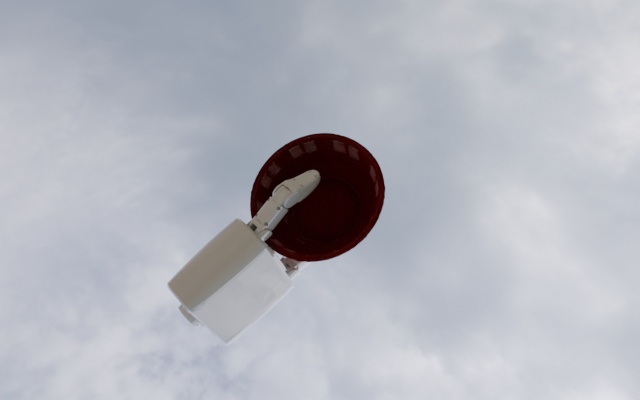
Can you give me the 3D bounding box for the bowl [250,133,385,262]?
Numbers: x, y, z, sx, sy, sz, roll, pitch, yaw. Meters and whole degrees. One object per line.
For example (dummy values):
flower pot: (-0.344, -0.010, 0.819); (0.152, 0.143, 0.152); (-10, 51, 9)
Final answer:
bowl: (0.001, 0.001, 0.575); (0.162, 0.162, 0.055); (0, -22, 16)
